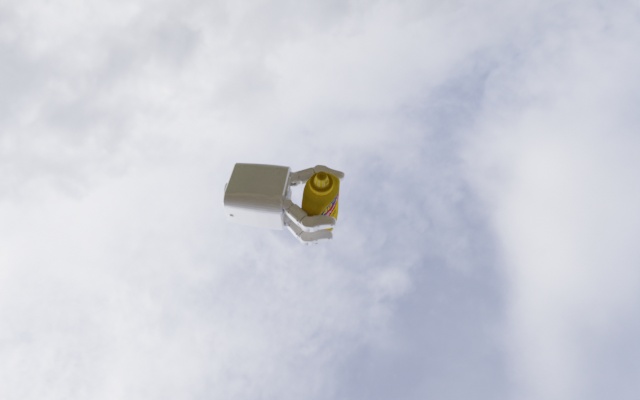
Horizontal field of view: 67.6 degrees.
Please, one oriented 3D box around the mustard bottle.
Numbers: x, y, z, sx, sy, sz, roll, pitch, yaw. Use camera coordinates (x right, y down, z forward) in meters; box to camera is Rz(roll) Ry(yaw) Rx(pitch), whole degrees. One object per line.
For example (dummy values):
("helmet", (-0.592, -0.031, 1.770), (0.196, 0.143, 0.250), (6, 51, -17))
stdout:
("mustard bottle", (0.000, 0.003, 0.870), (0.058, 0.096, 0.192), (29, -24, 14))
